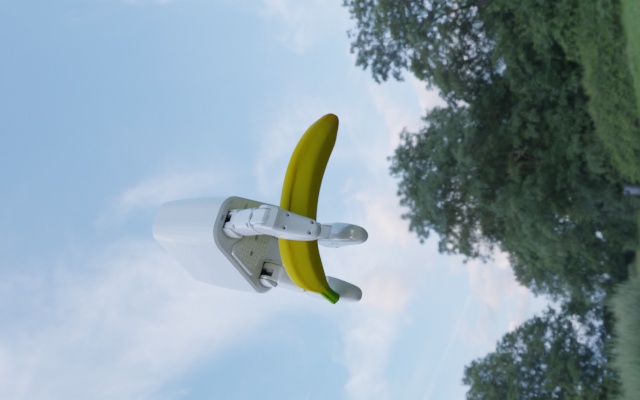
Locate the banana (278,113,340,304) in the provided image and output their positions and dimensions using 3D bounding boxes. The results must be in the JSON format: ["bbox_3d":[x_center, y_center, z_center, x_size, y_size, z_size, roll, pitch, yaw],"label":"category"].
[{"bbox_3d":[-0.011,0.003,0.475,0.037,0.197,0.069,-4,-9,37],"label":"banana"}]
